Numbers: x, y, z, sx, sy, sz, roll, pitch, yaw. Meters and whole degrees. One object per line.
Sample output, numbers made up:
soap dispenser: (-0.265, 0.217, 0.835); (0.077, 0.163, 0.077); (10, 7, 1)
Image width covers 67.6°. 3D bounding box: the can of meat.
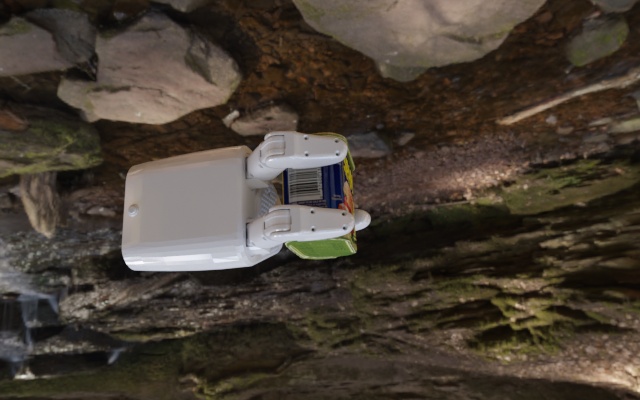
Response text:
can of meat: (0.000, 0.002, 0.405); (0.057, 0.084, 0.102); (-5, -16, 8)
